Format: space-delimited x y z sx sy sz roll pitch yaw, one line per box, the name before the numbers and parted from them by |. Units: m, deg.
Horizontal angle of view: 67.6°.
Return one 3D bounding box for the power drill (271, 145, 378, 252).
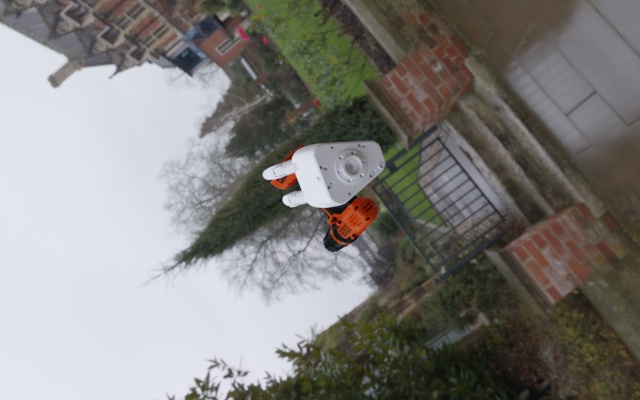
power drill | 0.000 0.002 0.862 0.057 0.187 0.184 -47 -3 -34
